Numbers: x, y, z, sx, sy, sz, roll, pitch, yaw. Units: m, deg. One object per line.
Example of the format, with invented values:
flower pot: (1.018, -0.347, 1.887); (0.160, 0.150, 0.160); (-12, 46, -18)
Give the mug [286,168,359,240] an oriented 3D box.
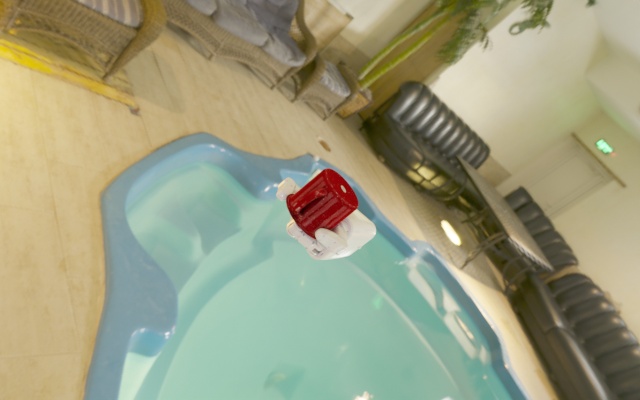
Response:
mug: (0.000, 0.002, 0.747); (0.081, 0.093, 0.117); (-40, -21, 21)
